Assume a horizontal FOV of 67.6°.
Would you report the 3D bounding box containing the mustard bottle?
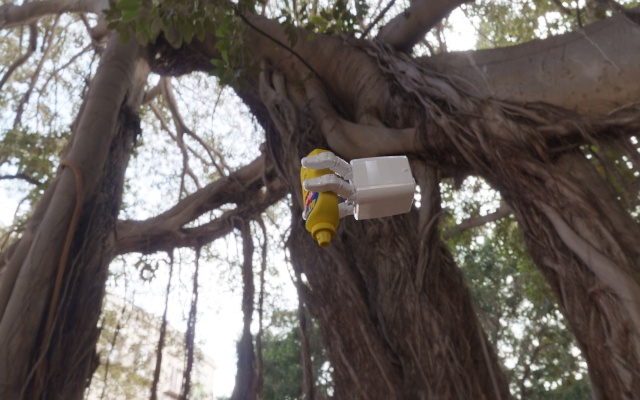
[{"bbox_3d":[0.000,0.003,0.876,0.058,0.191,0.096,10,-43,-18],"label":"mustard bottle"}]
